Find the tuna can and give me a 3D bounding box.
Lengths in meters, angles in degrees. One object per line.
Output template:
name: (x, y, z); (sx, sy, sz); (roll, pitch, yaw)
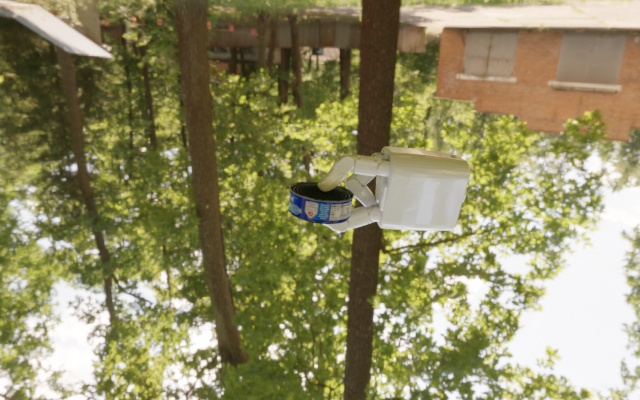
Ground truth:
tuna can: (0.000, 0.003, 0.642); (0.086, 0.034, 0.086); (7, 17, -2)
